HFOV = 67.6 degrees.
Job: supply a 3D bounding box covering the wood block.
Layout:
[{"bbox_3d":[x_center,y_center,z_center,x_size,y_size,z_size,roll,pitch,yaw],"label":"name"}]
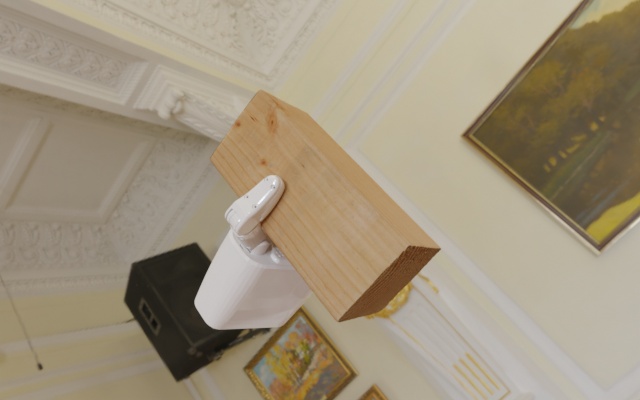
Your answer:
[{"bbox_3d":[0.000,0.002,0.450,0.206,0.090,0.091,48,18,25],"label":"wood block"}]
